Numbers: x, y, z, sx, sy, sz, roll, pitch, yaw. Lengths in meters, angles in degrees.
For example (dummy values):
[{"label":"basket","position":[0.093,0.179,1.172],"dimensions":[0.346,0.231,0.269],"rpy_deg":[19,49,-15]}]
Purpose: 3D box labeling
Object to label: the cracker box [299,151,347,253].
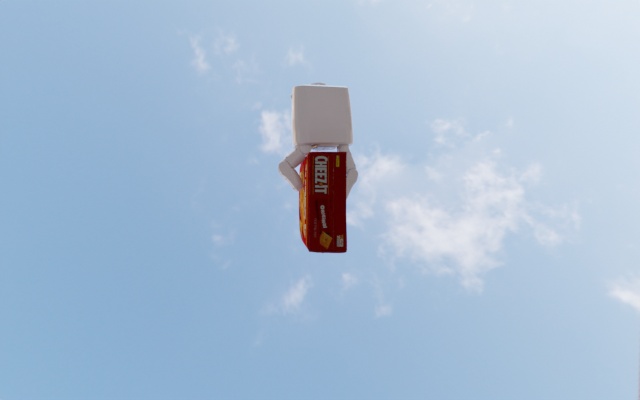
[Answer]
[{"label":"cracker box","position":[0.000,0.003,0.862],"dimensions":[0.072,0.164,0.213],"rpy_deg":[-1,0,-5]}]
